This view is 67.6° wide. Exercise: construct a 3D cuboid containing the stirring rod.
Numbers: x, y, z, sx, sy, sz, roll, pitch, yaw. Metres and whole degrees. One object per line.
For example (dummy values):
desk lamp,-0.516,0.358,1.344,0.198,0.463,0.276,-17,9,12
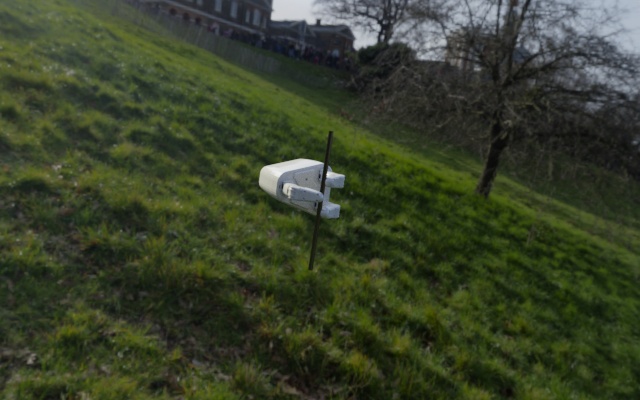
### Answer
stirring rod,0.000,0.003,0.809,0.011,0.239,0.011,8,9,-1
